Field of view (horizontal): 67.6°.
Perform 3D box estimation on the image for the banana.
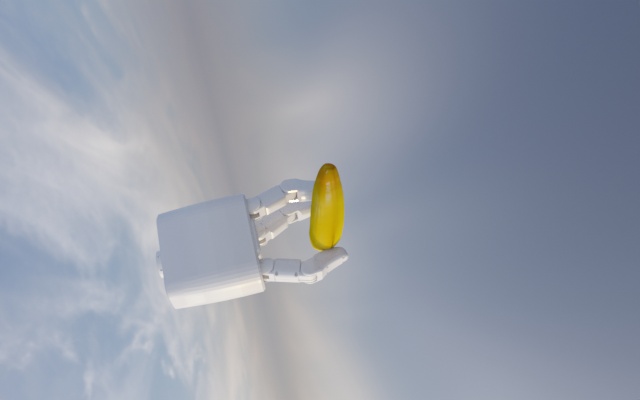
[{"bbox_3d":[0.004,0.020,0.549,0.037,0.069,0.198,-10,-14,-6],"label":"banana"}]
